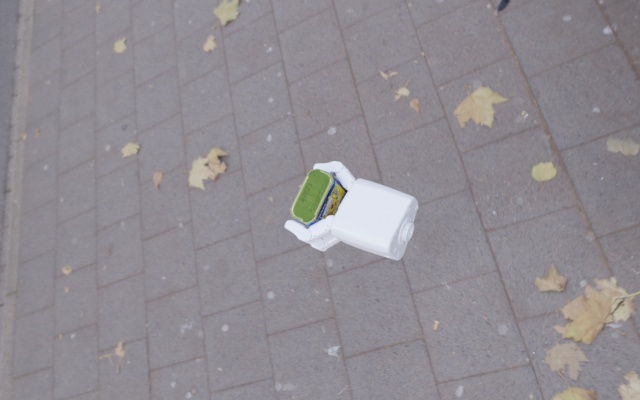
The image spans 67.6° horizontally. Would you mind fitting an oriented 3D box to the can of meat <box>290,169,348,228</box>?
[{"bbox_3d":[0.000,0.003,0.840,0.057,0.102,0.084,22,-6,27],"label":"can of meat"}]
